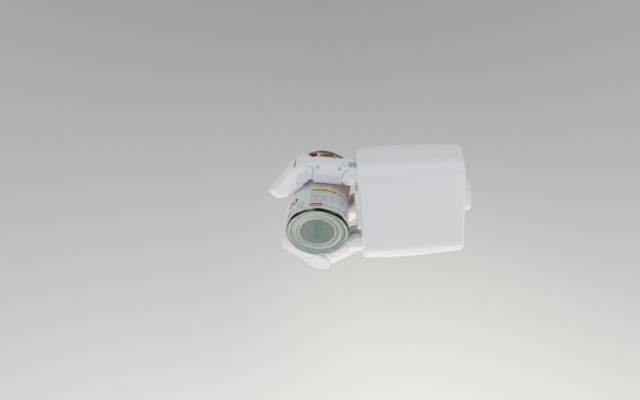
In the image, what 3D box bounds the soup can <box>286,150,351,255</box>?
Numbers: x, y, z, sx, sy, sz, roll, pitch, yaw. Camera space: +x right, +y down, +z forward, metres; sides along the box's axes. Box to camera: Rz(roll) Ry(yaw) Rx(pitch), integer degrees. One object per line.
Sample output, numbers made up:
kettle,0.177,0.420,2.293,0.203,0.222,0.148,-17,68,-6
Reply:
soup can,0.000,0.002,0.527,0.068,0.069,0.102,0,41,4
